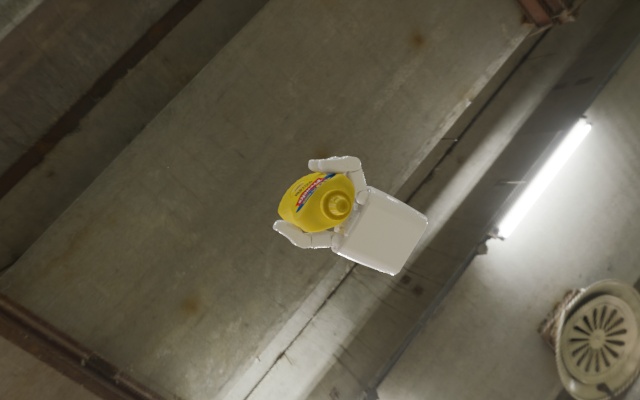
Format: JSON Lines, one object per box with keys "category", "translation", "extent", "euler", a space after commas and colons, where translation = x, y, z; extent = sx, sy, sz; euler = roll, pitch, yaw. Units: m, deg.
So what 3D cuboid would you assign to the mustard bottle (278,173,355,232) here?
{"category": "mustard bottle", "translation": [0.000, 0.002, 0.688], "extent": [0.096, 0.058, 0.191], "euler": [-43, 15, -11]}
